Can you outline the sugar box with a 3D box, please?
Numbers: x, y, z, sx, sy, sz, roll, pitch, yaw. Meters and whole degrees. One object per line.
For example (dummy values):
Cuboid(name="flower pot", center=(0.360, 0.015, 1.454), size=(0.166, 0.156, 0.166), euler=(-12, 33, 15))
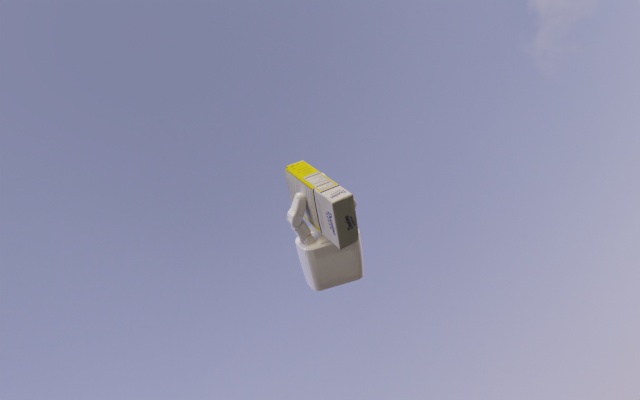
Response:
Cuboid(name="sugar box", center=(0.001, 0.003, 0.827), size=(0.048, 0.093, 0.176), euler=(-24, 33, -22))
